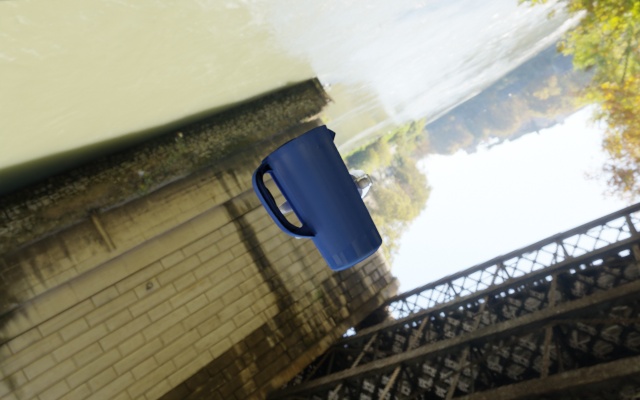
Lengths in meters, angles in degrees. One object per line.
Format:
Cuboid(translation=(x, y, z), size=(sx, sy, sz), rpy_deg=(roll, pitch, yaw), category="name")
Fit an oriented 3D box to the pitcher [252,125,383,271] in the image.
Cuboid(translation=(0.000, 0.003, 0.848), size=(0.149, 0.243, 0.145), rpy_deg=(-29, 2, 18), category="pitcher")
